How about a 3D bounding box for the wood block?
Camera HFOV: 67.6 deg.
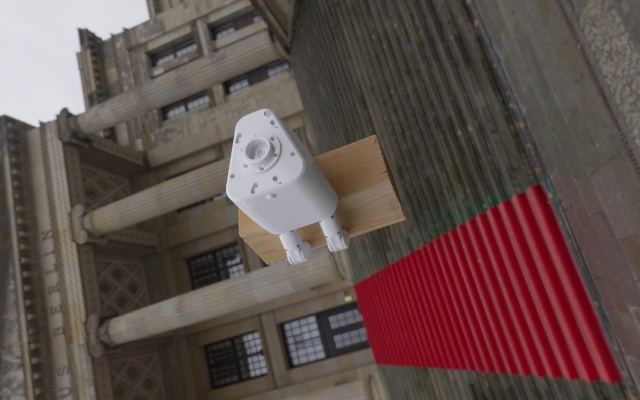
[{"bbox_3d":[0.000,0.002,0.655,0.206,0.090,0.090,-19,-40,12],"label":"wood block"}]
